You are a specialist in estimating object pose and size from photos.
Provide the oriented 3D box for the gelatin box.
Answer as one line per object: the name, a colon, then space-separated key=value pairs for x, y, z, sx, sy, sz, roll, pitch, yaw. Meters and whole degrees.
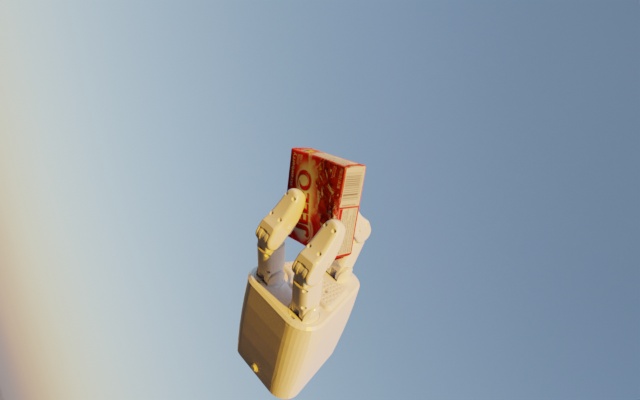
gelatin box: x=0.000 y=0.001 z=0.445 sx=0.030 sy=0.089 sz=0.073 roll=-7 pitch=22 yaw=-43
